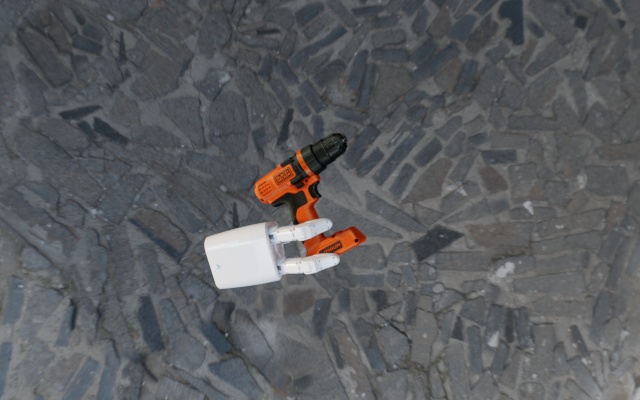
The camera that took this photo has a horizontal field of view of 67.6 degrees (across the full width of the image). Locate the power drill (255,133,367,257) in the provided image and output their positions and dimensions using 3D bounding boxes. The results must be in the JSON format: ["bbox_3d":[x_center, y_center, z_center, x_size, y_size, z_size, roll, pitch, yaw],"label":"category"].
[{"bbox_3d":[0.000,0.003,0.800,0.184,0.187,0.057,-32,-10,19],"label":"power drill"}]
